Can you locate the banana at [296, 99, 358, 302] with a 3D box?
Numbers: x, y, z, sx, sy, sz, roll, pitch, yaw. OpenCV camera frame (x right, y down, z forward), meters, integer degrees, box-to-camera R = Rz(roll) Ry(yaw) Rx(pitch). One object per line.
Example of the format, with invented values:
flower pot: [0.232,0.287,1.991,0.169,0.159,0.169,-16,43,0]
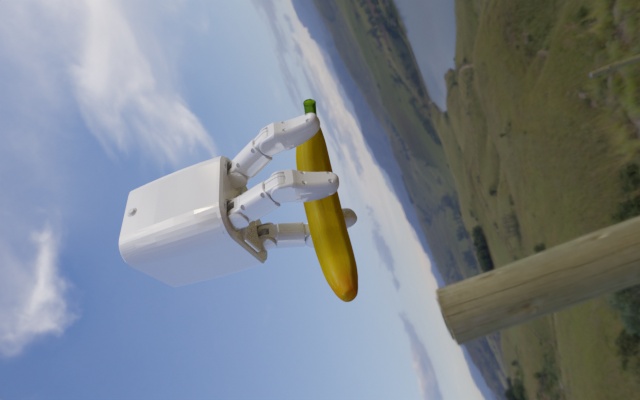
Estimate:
banana: [0.002,0.004,0.458,0.037,0.197,0.070,-14,-20,2]
